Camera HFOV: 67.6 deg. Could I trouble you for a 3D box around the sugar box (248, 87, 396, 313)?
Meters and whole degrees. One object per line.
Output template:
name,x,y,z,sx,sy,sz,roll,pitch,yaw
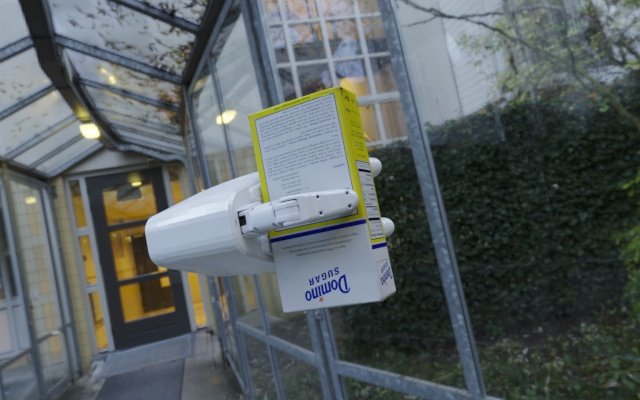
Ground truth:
sugar box,0.000,0.001,0.410,0.093,0.176,0.048,-13,-3,26
